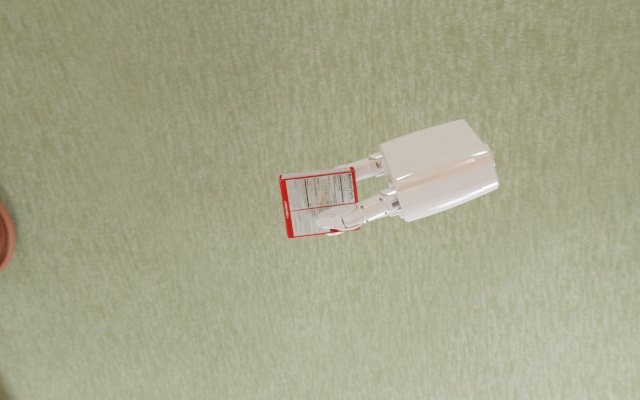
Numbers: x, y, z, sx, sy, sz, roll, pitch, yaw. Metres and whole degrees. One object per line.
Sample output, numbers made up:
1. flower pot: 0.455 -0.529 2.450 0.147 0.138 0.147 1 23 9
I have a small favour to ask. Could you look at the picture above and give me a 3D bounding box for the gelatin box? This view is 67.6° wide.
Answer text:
1. gelatin box: 0.000 0.002 0.563 0.089 0.073 0.030 -7 16 1
